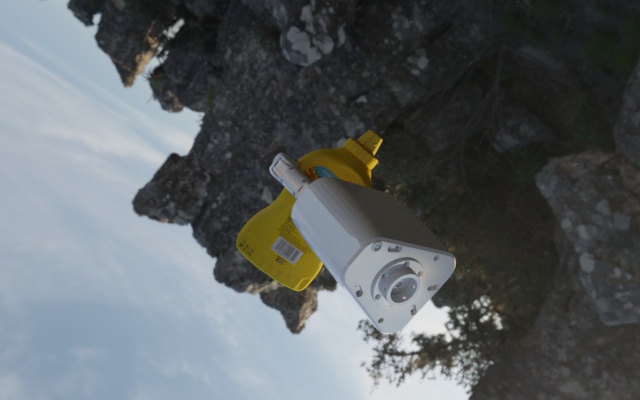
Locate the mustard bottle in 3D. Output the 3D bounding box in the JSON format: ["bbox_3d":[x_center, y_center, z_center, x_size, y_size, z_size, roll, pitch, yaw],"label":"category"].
[{"bbox_3d":[0.000,0.002,0.528,0.096,0.191,0.058,38,8,-12],"label":"mustard bottle"}]
